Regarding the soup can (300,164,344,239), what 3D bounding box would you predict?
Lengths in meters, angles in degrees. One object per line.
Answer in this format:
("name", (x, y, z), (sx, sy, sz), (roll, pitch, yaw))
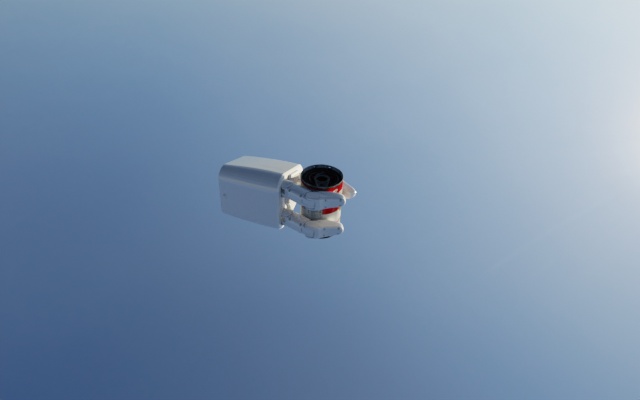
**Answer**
("soup can", (0.001, 0.003, 0.771), (0.068, 0.102, 0.068), (2, 35, -1))
